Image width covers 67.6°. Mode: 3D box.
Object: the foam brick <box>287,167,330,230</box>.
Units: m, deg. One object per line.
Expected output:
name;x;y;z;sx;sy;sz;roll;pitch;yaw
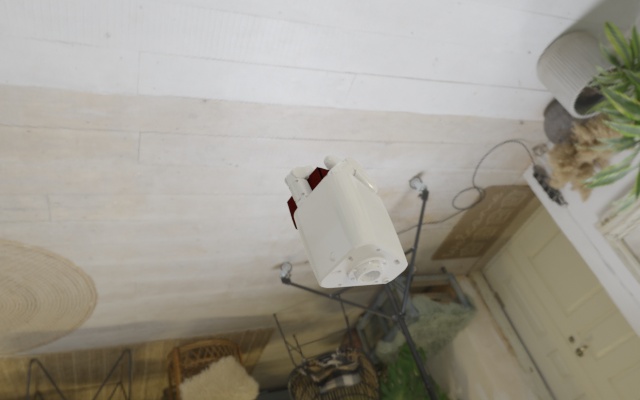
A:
foam brick;0.000;0.002;0.649;0.053;0.051;0.078;14;-49;-37
